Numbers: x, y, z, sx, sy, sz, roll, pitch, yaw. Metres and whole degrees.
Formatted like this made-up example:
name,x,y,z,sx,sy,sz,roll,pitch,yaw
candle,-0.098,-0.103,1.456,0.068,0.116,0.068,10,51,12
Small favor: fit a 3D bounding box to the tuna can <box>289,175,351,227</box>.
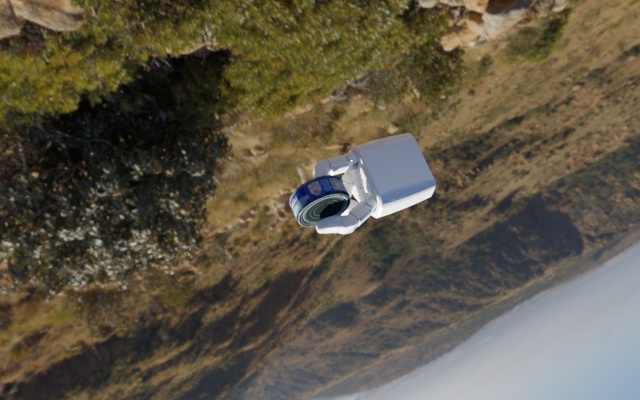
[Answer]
name,x,y,z,sx,sy,sz,roll,pitch,yaw
tuna can,0.000,0.003,0.697,0.086,0.033,0.086,-19,-29,-11
